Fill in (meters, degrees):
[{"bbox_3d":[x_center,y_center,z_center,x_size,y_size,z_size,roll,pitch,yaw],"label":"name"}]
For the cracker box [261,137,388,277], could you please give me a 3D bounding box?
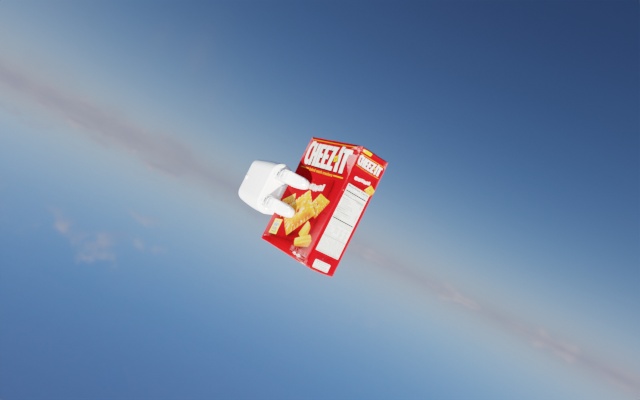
[{"bbox_3d":[0.000,0.003,0.831,0.072,0.213,0.164,28,-4,-34],"label":"cracker box"}]
